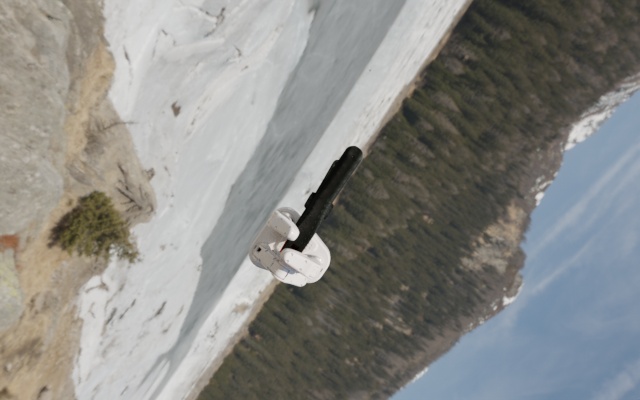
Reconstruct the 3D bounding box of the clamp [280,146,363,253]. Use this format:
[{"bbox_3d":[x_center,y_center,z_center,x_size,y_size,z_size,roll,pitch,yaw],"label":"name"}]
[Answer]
[{"bbox_3d":[0.001,0.003,0.664,0.039,0.171,0.120,34,0,2],"label":"clamp"}]
